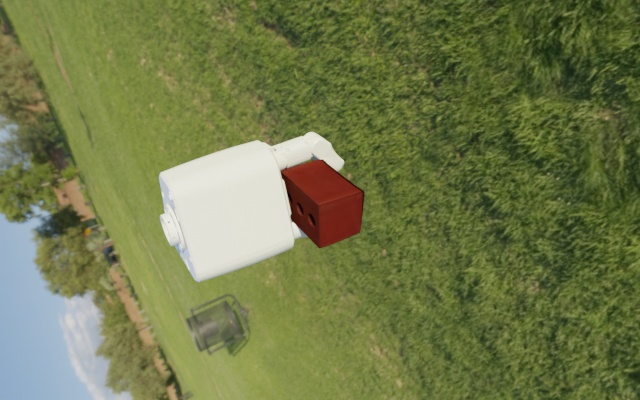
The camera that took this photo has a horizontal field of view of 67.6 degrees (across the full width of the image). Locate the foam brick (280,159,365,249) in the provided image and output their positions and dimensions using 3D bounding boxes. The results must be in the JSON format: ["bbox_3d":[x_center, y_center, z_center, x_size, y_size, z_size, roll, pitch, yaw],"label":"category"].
[{"bbox_3d":[0.000,0.002,0.484,0.051,0.053,0.078,-19,38,-27],"label":"foam brick"}]
